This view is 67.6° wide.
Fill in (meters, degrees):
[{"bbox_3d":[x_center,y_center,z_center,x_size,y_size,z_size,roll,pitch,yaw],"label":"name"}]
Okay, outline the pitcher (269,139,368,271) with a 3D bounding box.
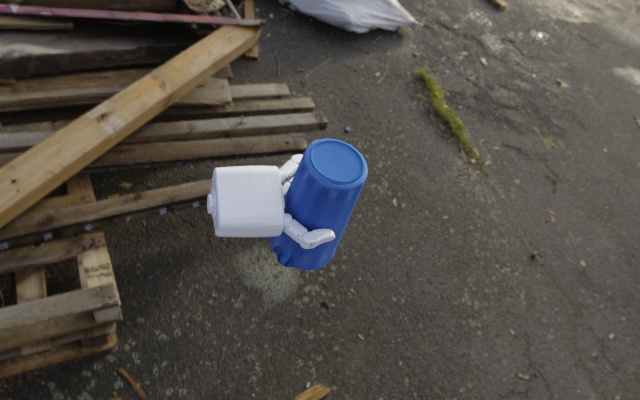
[{"bbox_3d":[0.000,0.003,0.850,0.145,0.149,0.243,0,-37,-20],"label":"pitcher"}]
